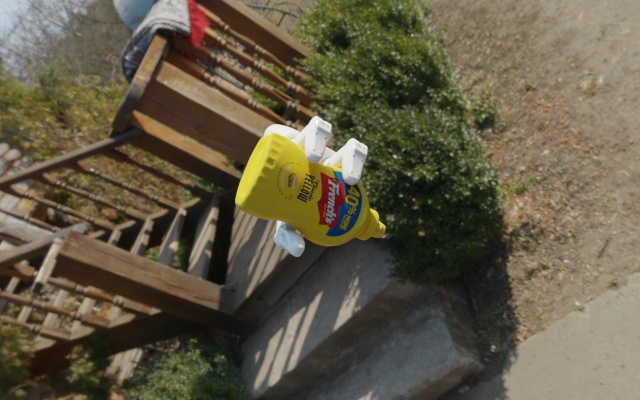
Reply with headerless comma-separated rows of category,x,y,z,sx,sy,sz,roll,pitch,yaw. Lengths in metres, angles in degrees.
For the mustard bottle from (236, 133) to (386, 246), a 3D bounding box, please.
mustard bottle,0.000,0.002,0.579,0.192,0.096,0.058,26,-18,-24
